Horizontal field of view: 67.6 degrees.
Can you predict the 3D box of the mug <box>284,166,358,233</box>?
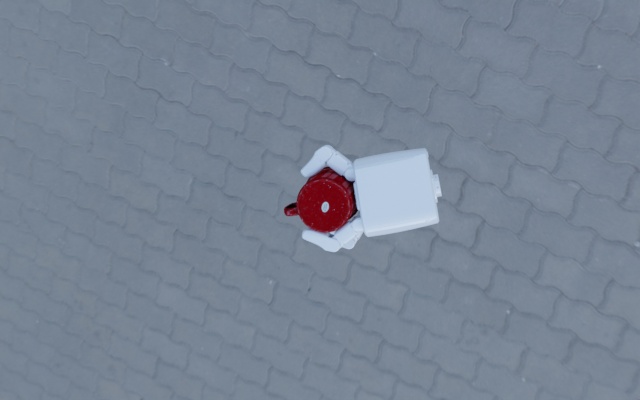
[{"bbox_3d":[-0.001,0.003,0.718,0.117,0.093,0.081,-12,9,13],"label":"mug"}]
